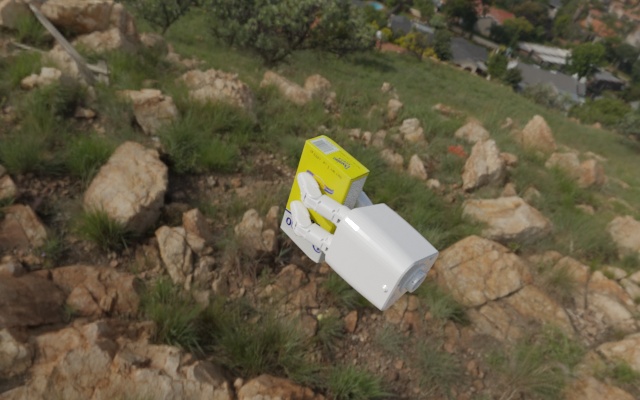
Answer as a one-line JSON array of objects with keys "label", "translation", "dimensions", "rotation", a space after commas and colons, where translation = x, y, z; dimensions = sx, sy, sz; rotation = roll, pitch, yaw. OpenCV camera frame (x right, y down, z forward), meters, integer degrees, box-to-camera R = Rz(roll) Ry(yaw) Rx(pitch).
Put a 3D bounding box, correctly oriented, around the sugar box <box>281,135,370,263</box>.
[{"label": "sugar box", "translation": [0.000, 0.002, 0.699], "dimensions": [0.048, 0.176, 0.093], "rotation": [-22, 55, -41]}]
